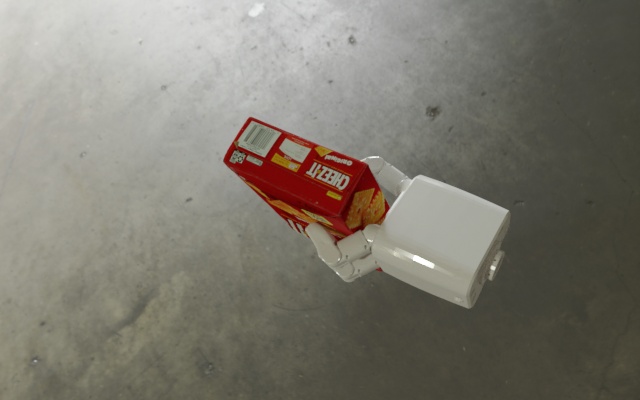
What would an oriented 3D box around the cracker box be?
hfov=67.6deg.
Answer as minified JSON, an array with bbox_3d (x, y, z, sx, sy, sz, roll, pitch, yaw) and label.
[{"bbox_3d":[0.000,0.002,0.590,0.164,0.072,0.214,25,-13,27],"label":"cracker box"}]
